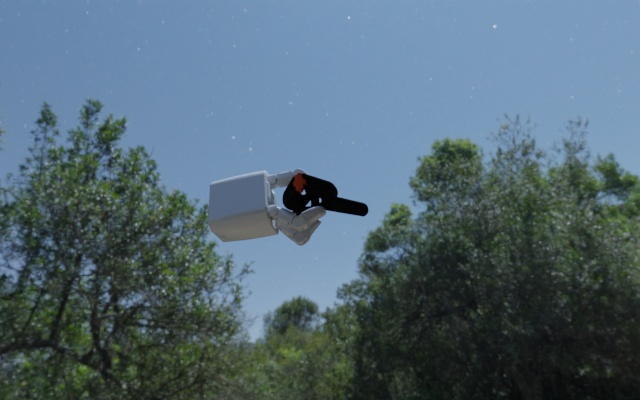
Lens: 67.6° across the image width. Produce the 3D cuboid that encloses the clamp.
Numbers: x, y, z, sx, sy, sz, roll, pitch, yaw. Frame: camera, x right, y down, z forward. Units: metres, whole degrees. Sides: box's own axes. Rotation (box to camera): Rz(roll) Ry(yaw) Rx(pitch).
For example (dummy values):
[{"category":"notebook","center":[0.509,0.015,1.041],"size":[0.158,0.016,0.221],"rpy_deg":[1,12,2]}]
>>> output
[{"category":"clamp","center":[0.000,0.002,0.837],"size":[0.164,0.036,0.210],"rpy_deg":[-11,-22,3]}]
